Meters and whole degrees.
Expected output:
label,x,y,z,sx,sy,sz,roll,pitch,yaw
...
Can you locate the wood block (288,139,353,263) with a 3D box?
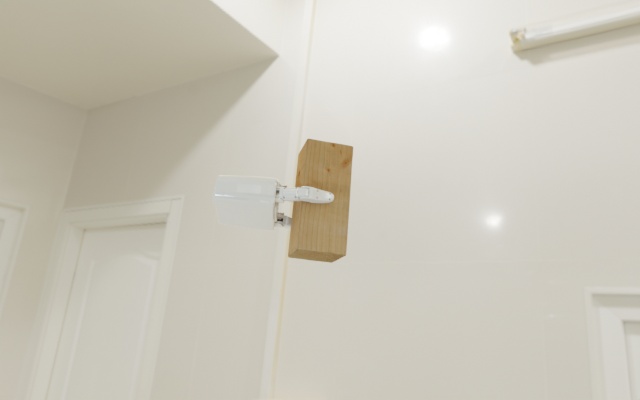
label,x,y,z,sx,sy,sz,roll,pitch,yaw
wood block,0.000,0.003,0.884,0.090,0.206,0.091,9,-17,-12
